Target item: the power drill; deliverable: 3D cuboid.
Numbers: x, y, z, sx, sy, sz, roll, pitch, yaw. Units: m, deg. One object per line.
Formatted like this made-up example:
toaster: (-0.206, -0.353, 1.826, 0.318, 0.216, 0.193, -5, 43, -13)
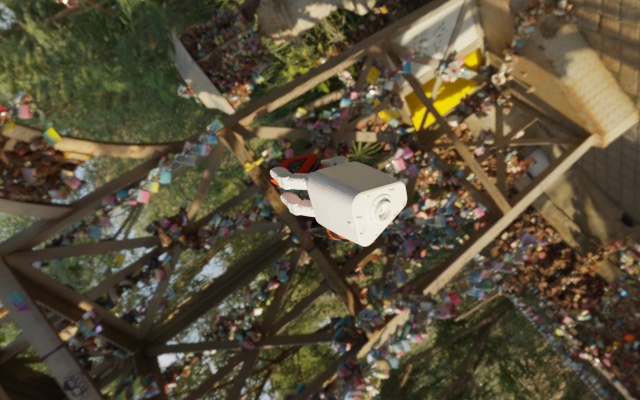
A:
power drill: (0.000, 0.003, 0.863, 0.188, 0.057, 0.184, 44, -29, -25)
